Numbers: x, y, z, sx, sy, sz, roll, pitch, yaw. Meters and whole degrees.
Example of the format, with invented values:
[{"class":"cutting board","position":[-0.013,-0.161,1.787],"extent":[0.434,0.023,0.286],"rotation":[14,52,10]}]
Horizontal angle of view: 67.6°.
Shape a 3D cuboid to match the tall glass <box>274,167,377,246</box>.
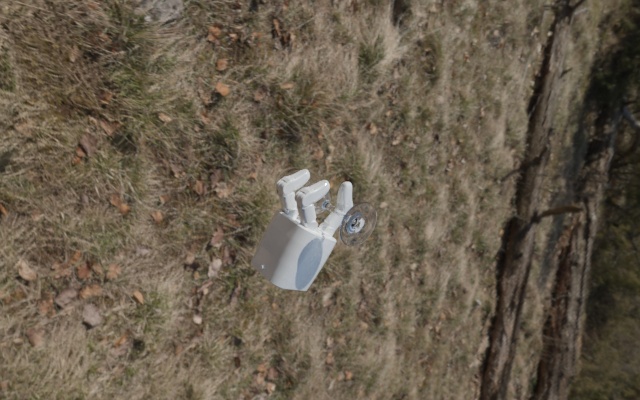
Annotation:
[{"class":"tall glass","position":[0.001,0.003,0.807],"extent":[0.079,0.079,0.201],"rotation":[0,21,-39]}]
